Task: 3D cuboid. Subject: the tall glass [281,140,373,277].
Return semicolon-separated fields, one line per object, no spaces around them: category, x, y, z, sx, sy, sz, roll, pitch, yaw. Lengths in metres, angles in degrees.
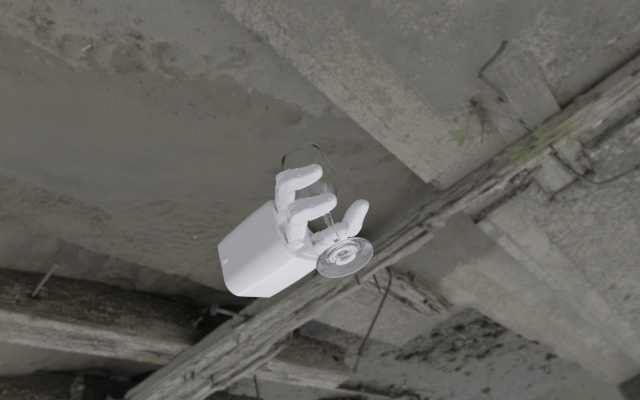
tall glass;0.000;0.003;0.647;0.079;0.079;0.201;0;44;-24
